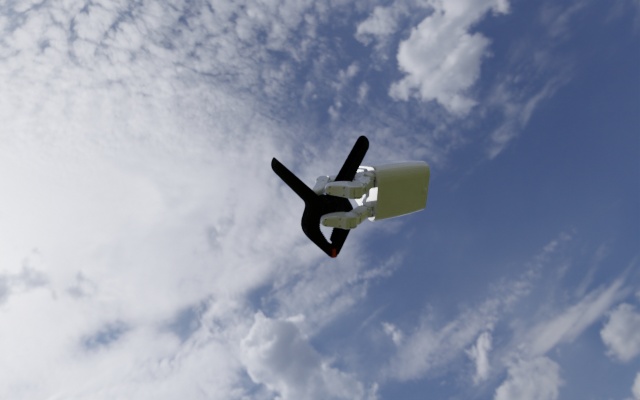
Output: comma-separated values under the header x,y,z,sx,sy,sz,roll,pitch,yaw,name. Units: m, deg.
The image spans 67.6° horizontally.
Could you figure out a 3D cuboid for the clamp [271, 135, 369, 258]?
x,y,z,sx,sy,sz,roll,pitch,yaw,name
0.000,0.003,0.783,0.164,0.210,0.036,-9,27,-20,clamp
